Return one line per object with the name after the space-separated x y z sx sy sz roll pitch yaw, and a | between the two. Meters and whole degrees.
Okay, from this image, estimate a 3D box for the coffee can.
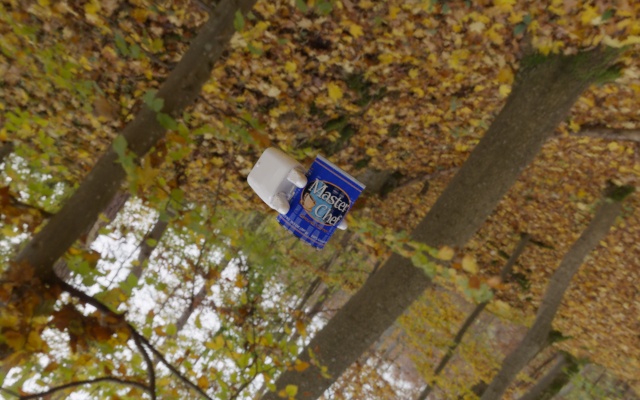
0.000 0.003 0.854 0.103 0.140 0.103 34 4 -3 | coffee can
